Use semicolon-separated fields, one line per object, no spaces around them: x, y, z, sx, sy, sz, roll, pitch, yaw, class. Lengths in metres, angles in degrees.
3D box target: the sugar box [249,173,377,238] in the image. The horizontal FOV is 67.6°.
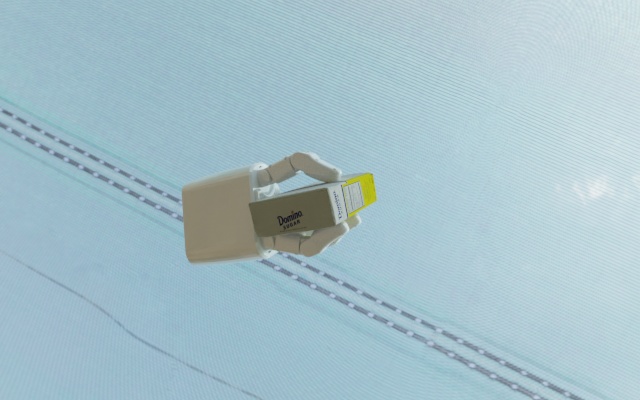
0.000;0.002;0.558;0.093;0.048;0.176;-10;7;22;sugar box
